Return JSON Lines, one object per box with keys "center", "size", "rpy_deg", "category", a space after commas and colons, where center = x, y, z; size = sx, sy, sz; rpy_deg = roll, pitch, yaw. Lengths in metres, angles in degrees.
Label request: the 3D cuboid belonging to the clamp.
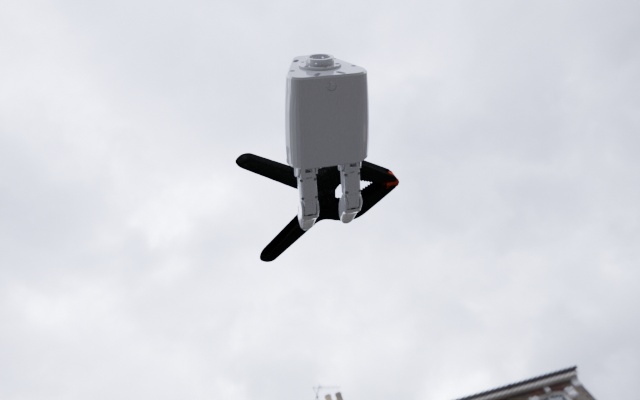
{"center": [0.000, 0.001, 0.634], "size": [0.210, 0.165, 0.036], "rpy_deg": [-8, 34, -12], "category": "clamp"}
